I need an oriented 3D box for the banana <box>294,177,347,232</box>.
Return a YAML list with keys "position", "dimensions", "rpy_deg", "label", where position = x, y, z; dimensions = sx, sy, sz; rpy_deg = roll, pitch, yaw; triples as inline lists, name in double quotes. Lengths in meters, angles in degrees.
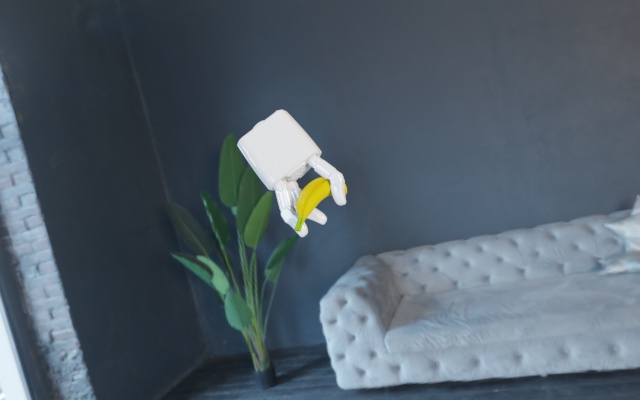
- position: [0.003, -0.012, 0.872]
  dimensions: [0.037, 0.070, 0.197]
  rpy_deg: [26, 30, 19]
  label: "banana"
